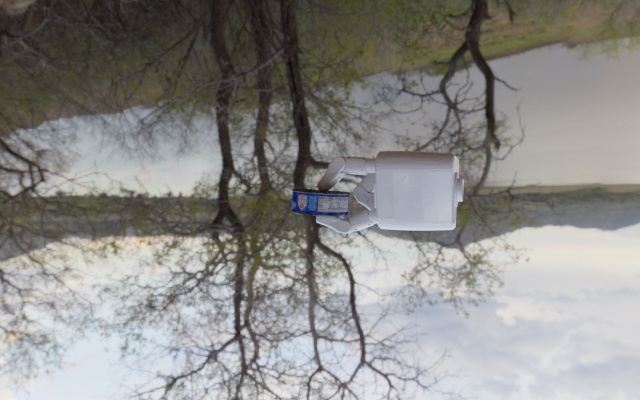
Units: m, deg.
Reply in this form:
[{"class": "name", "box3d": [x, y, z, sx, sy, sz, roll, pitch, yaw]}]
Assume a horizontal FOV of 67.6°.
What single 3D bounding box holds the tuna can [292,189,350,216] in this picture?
[{"class": "tuna can", "box3d": [0.000, 0.003, 0.704, 0.086, 0.034, 0.086, 3, 4, 0]}]
